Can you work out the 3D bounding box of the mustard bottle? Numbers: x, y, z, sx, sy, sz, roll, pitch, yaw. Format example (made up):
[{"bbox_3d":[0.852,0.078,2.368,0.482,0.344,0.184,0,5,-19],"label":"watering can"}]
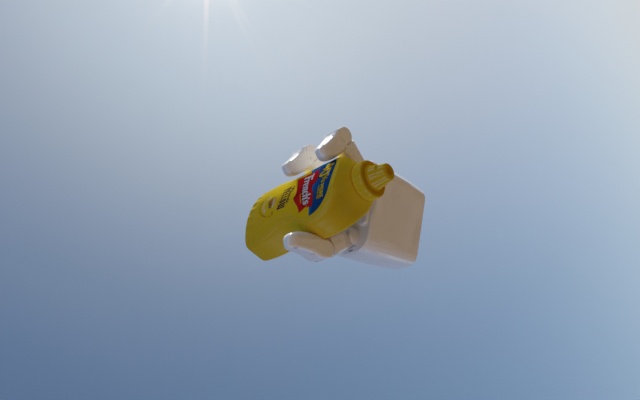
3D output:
[{"bbox_3d":[0.000,0.002,0.529,0.192,0.096,0.058,-23,-56,39],"label":"mustard bottle"}]
